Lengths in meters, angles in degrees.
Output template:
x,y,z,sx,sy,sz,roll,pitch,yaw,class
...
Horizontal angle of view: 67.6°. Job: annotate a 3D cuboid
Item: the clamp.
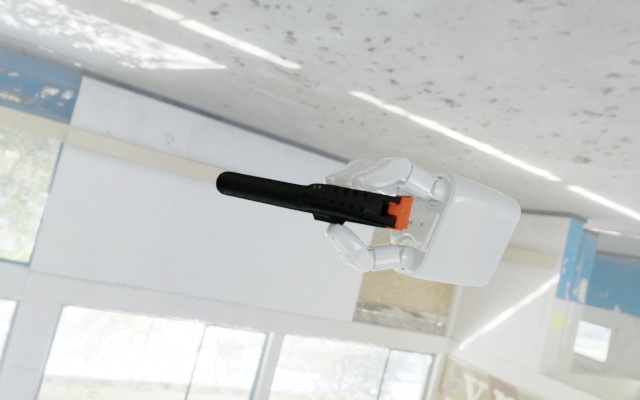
x,y,z,sx,sy,sz,roll,pitch,yaw,class
0.000,0.002,0.456,0.164,0.036,0.210,14,-4,-27,clamp
